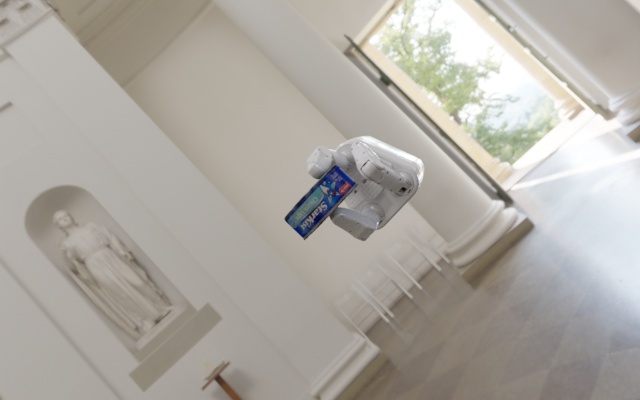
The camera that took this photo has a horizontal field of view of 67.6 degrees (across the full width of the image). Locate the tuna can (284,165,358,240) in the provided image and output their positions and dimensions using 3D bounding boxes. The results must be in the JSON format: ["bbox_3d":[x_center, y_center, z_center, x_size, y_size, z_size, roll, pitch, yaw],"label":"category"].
[{"bbox_3d":[0.000,0.001,0.525,0.034,0.086,0.086,44,0,1],"label":"tuna can"}]
